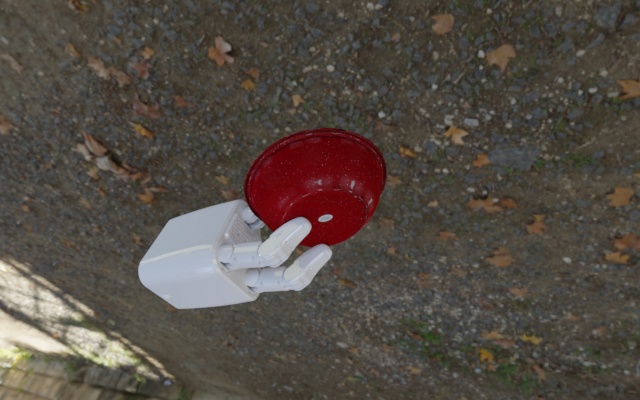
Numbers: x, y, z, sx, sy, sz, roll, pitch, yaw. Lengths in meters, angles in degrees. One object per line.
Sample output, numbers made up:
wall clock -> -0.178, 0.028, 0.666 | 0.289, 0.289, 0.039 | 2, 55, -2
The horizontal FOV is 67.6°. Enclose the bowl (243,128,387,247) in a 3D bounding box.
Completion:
bowl -> 0.001, 0.001, 0.517 | 0.162, 0.055, 0.162 | -7, -43, -7
